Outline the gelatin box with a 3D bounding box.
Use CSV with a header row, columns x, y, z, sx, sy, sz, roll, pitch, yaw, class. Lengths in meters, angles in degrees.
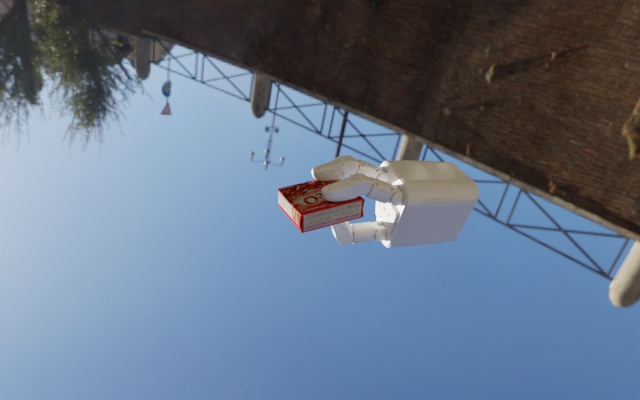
x,y,z,sx,sy,sz,roll,pitch,yaw,class
0.000,0.002,0.606,0.089,0.030,0.073,-14,33,-23,gelatin box
